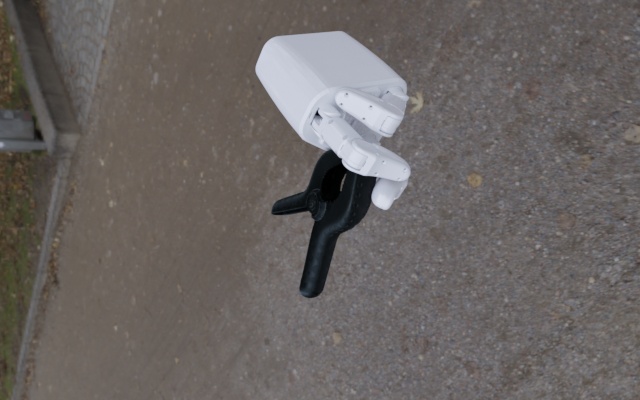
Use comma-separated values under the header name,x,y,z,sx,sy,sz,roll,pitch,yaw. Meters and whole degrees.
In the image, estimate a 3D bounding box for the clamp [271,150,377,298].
name,x,y,z,sx,sy,sz,roll,pitch,yaw
clamp,0.000,0.002,0.478,0.039,0.171,0.120,-1,43,-41
